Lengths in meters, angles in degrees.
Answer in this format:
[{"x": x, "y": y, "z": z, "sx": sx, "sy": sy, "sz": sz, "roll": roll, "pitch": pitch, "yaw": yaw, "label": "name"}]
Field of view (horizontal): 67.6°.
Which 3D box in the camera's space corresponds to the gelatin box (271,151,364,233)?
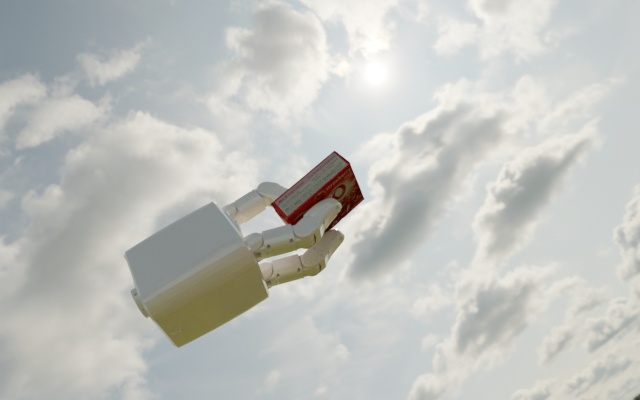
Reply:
[{"x": 0.000, "y": 0.001, "z": 0.507, "sx": 0.030, "sy": 0.089, "sz": 0.073, "roll": 44, "pitch": -10, "yaw": 33, "label": "gelatin box"}]
